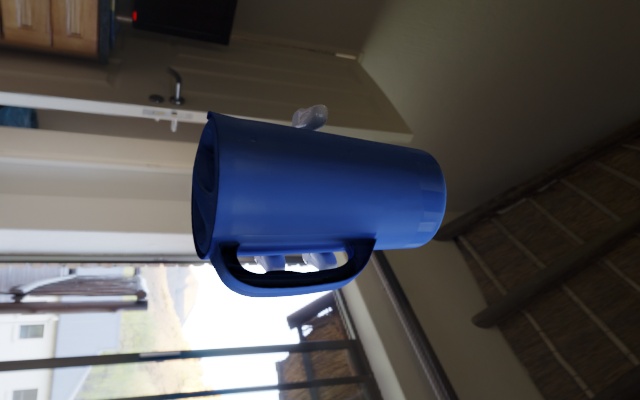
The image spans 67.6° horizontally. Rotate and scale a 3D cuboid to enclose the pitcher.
[{"bbox_3d":[0.000,0.001,0.471,0.243,0.149,0.145,3,10,-23],"label":"pitcher"}]
